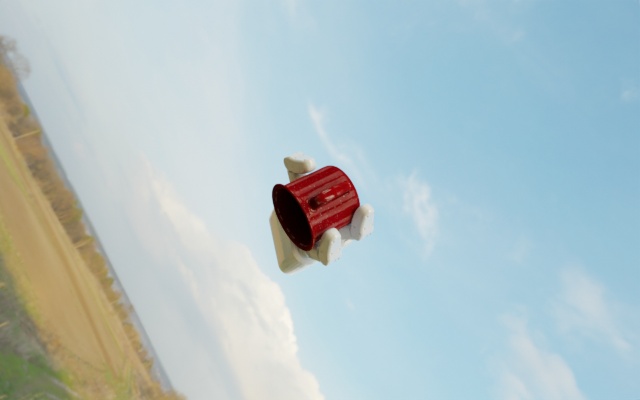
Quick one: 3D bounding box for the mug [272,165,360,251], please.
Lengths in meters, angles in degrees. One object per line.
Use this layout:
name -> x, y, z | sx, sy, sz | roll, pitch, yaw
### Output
mug -> 0.001, 0.001, 0.599 | 0.081, 0.093, 0.117 | -27, -7, -25
